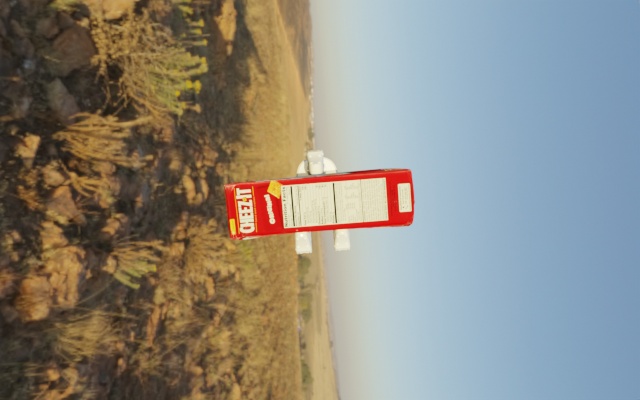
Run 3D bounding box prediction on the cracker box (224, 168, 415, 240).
[{"bbox_3d":[0.000,0.002,0.613,0.214,0.072,0.164,-5,3,0],"label":"cracker box"}]
